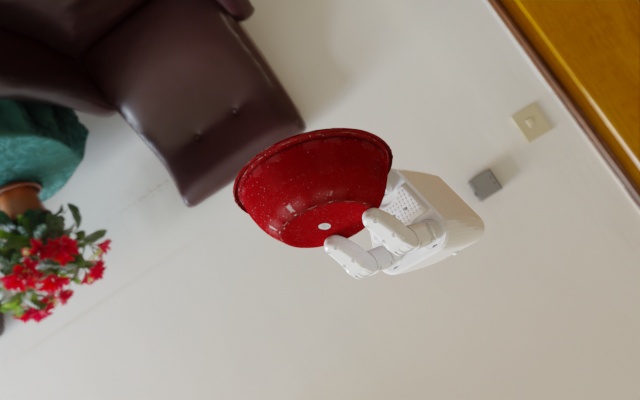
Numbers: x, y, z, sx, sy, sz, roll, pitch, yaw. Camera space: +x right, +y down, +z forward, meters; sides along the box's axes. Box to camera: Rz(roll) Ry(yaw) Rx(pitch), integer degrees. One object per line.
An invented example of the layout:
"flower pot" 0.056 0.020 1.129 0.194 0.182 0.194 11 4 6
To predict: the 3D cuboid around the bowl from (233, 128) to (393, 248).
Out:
"bowl" -0.001 0.002 0.461 0.162 0.055 0.162 -12 -28 -7
